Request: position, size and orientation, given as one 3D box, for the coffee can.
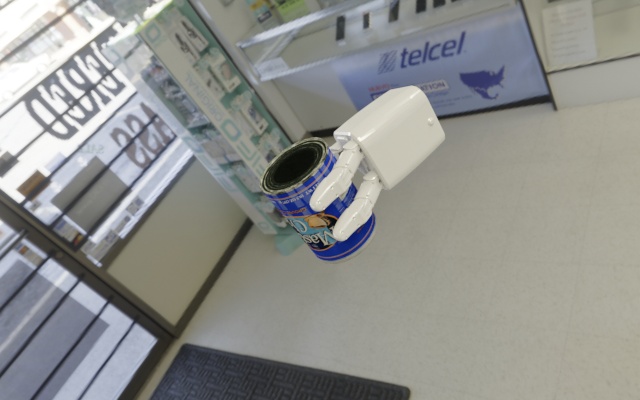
[{"bbox_3d":[0.000,0.002,0.639,0.103,0.102,0.140,0,-43,44],"label":"coffee can"}]
